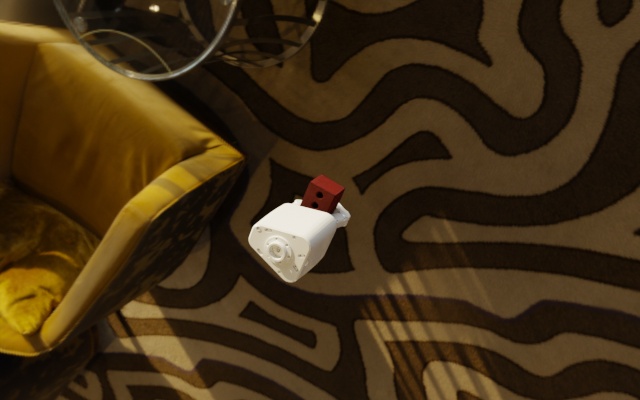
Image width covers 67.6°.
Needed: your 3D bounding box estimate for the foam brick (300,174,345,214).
[{"bbox_3d":[0.000,0.003,0.860,0.053,0.078,0.051,31,26,14],"label":"foam brick"}]
